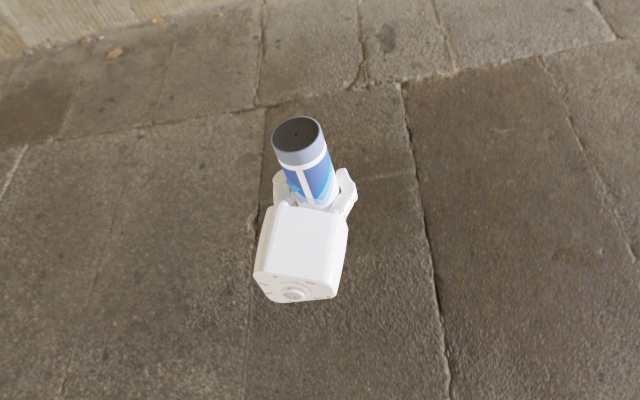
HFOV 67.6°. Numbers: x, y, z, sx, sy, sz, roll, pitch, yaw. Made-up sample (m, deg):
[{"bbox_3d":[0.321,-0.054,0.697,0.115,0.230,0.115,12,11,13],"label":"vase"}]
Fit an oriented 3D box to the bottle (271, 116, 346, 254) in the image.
[{"bbox_3d":[0.000,0.002,0.726,0.069,0.069,0.296,0,-36,16],"label":"bottle"}]
